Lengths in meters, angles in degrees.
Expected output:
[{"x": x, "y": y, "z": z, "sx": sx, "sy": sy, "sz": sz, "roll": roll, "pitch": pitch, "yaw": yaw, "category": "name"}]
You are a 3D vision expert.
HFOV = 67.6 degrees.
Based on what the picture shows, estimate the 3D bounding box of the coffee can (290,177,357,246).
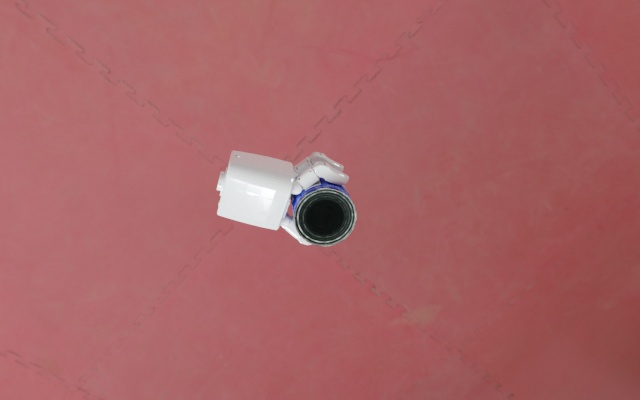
[{"x": 0.000, "y": 0.003, "z": 0.829, "sx": 0.103, "sy": 0.103, "sz": 0.140, "roll": 0, "pitch": 21, "yaw": -7, "category": "coffee can"}]
